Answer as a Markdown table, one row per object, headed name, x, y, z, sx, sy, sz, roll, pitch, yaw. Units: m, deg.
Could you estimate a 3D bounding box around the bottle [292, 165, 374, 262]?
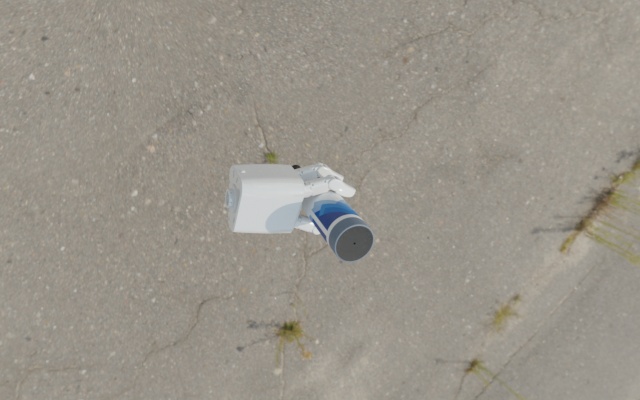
| name | x | y | z | sx | sy | sz | roll | pitch | yaw |
| --- | --- | --- | --- | --- | --- | --- | --- | --- | --- |
| bottle | 0.000 | 0.003 | 0.844 | 0.069 | 0.069 | 0.295 | 0 | 25 | -23 |
